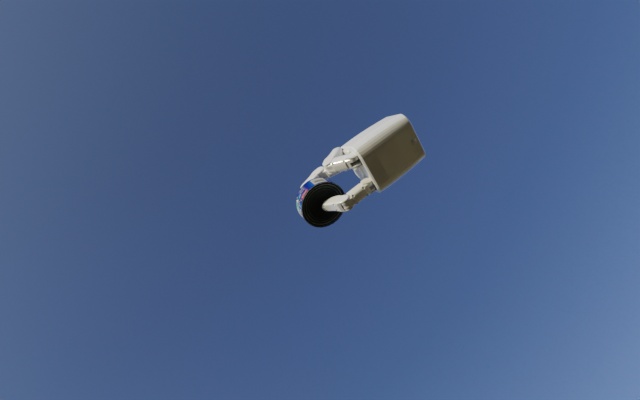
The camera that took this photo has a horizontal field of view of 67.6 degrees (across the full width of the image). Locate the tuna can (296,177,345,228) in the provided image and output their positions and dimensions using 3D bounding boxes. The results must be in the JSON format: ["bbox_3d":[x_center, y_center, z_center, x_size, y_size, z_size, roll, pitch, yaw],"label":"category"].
[{"bbox_3d":[0.000,0.003,0.854,0.086,0.086,0.033,0,20,-25],"label":"tuna can"}]
